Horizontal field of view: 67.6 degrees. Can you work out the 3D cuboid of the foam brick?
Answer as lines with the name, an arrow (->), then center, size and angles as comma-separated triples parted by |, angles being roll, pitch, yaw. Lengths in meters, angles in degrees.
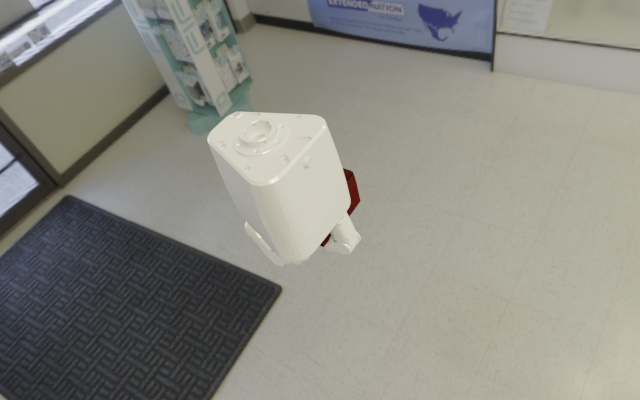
foam brick -> 0.000, 0.002, 0.533 | 0.053, 0.078, 0.051 | 22, -32, 32
